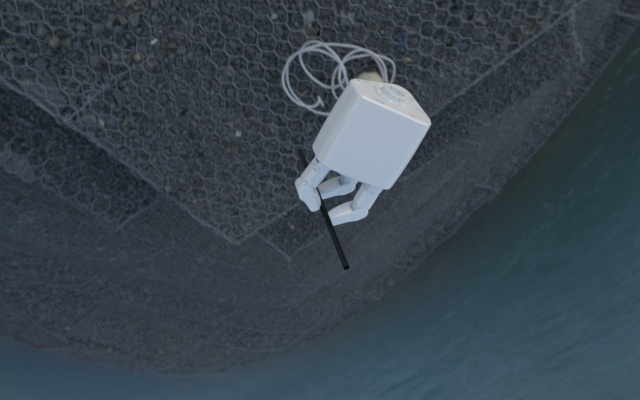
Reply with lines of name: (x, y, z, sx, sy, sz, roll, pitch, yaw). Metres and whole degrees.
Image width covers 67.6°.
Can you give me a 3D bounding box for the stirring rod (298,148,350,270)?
stirring rod: (0.000, 0.002, 0.679, 0.011, 0.011, 0.239, 0, 43, -22)
